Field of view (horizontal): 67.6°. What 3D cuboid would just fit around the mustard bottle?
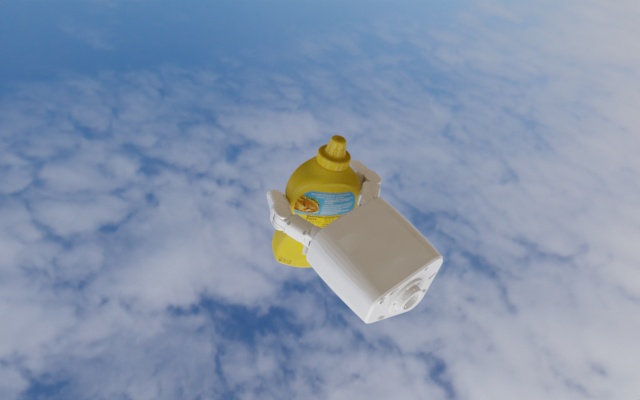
[{"bbox_3d":[0.000,0.002,0.613,0.096,0.192,0.058,2,40,-19],"label":"mustard bottle"}]
